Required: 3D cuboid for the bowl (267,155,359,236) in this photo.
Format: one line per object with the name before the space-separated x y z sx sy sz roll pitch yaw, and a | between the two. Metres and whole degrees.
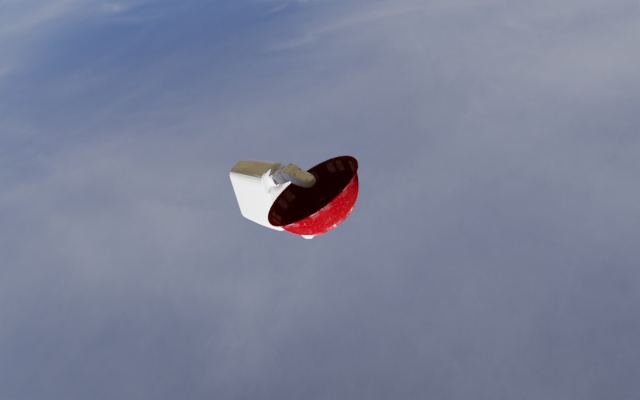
bowl | 0.001 0.003 0.723 0.162 0.055 0.162 -30 23 14
